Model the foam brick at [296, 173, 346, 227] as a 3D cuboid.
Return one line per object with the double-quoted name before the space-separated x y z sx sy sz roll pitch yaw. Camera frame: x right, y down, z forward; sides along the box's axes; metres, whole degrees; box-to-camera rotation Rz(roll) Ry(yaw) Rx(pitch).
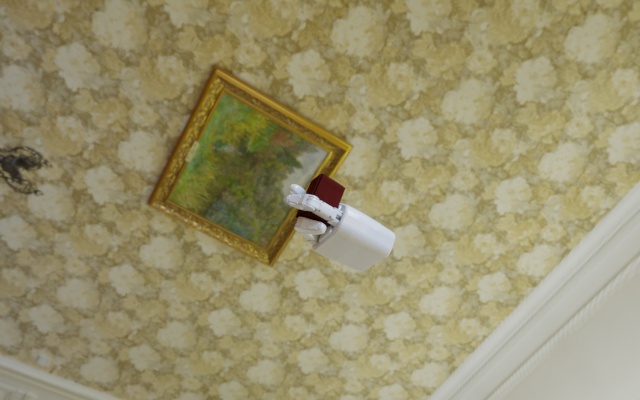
"foam brick" 0.000 0.002 0.837 0.051 0.078 0.053 28 -20 -14
